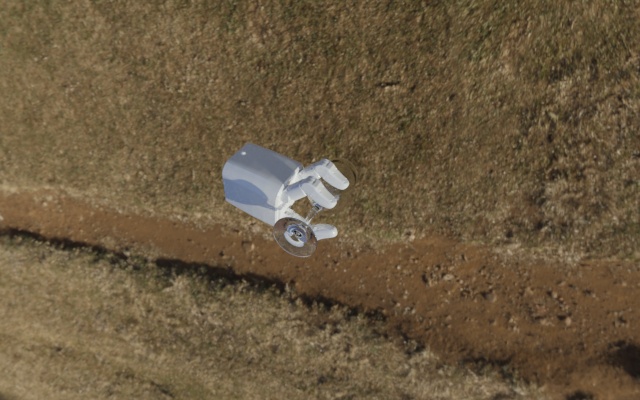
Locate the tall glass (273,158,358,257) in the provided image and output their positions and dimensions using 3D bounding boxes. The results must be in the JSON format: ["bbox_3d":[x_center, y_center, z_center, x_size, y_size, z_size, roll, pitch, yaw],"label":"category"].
[{"bbox_3d":[0.000,0.003,0.794,0.079,0.079,0.201,0,32,28],"label":"tall glass"}]
